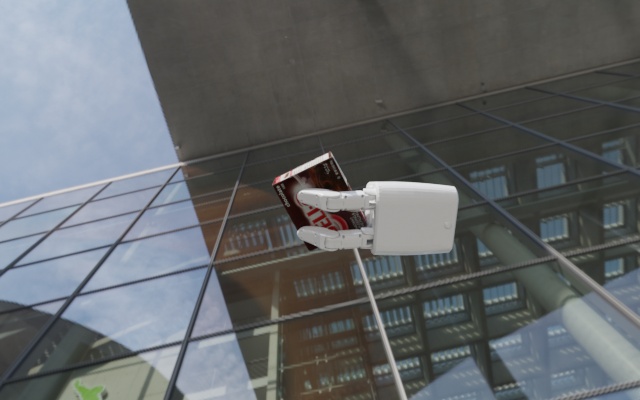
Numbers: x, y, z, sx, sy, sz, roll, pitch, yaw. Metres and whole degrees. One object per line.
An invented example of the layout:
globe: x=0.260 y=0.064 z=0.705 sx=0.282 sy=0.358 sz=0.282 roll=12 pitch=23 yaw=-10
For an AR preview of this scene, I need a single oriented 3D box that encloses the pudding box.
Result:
pudding box: x=0.000 y=0.002 z=0.652 sx=0.090 sy=0.113 sz=0.039 roll=-25 pitch=17 yaw=8
